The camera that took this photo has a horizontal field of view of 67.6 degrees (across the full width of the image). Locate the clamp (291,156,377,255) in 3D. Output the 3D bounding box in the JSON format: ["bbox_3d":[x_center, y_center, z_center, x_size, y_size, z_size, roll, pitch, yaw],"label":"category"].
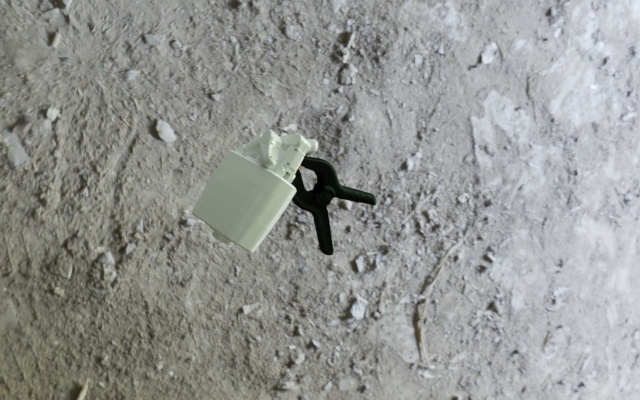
[{"bbox_3d":[0.000,0.002,0.711,0.171,0.120,0.039,38,-12,-29],"label":"clamp"}]
